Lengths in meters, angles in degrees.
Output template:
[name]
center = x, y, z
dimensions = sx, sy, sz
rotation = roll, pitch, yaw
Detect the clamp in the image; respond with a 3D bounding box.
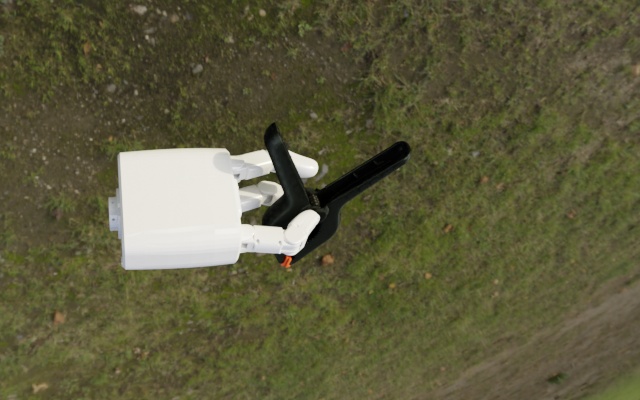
[clamp]
center = 0.000, 0.003, 0.539
dimensions = 0.164, 0.036, 0.210
rotation = 0, -43, -21
